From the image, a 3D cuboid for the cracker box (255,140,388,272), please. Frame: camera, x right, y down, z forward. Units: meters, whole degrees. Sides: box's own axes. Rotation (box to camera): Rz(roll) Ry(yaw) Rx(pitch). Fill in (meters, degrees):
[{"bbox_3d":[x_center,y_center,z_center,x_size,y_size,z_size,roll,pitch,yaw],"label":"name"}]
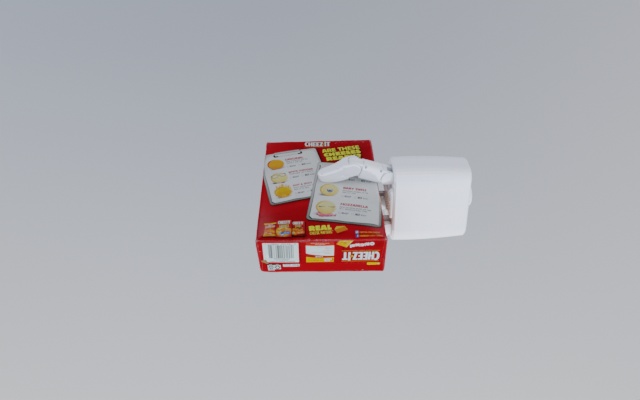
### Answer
[{"bbox_3d":[0.000,0.002,0.678,0.164,0.072,0.213,-1,41,-1],"label":"cracker box"}]
